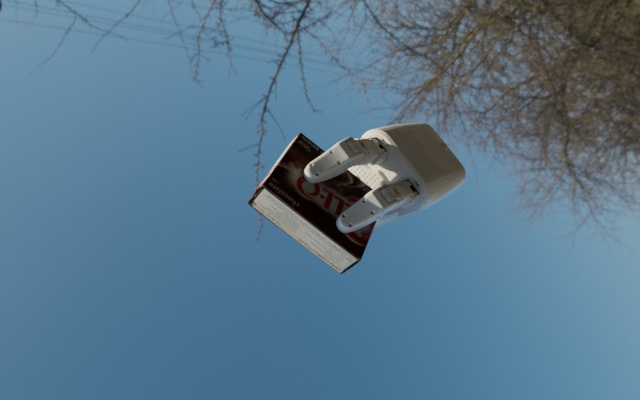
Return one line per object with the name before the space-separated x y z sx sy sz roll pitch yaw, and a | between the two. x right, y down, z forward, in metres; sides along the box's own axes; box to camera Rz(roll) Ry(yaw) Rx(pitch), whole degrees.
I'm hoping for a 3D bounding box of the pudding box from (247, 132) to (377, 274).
pudding box | 0.000 0.002 0.455 0.113 0.090 0.039 36 -47 -7
